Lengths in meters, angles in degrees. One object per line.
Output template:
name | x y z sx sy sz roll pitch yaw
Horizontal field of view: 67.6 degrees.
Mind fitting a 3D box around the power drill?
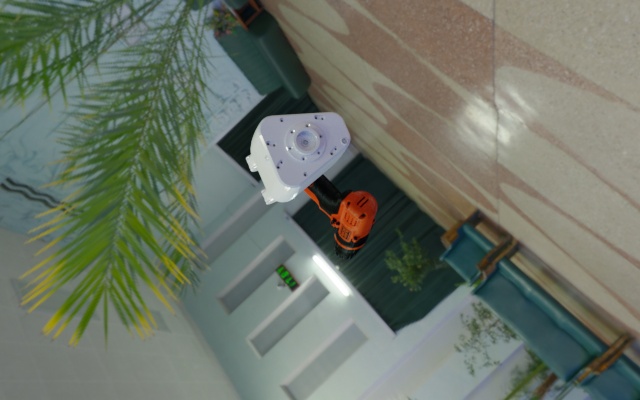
power drill | 0.000 0.002 0.748 0.187 0.057 0.184 39 -27 14
